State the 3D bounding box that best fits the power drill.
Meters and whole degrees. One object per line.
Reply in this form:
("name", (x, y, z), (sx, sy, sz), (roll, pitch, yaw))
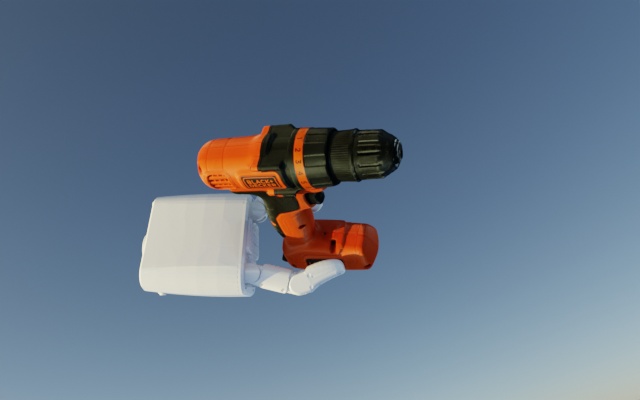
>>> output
("power drill", (0.000, 0.002, 0.461), (0.184, 0.057, 0.188), (0, -35, 22))
